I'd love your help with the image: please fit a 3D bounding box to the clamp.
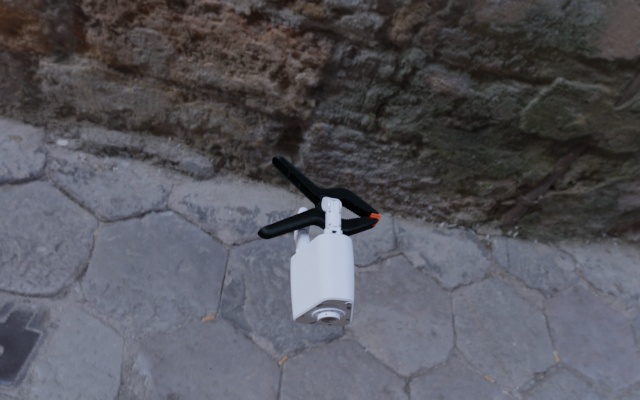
[{"bbox_3d":[0.001,0.003,0.820,0.210,0.164,0.036,8,-33,-14],"label":"clamp"}]
